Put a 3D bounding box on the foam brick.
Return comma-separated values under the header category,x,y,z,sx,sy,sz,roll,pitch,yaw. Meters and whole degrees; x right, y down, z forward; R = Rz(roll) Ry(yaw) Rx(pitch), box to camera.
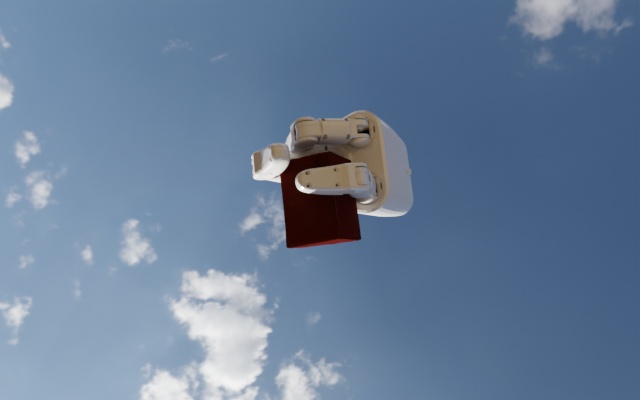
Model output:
category,x,y,z,sx,sy,sz,roll,pitch,yaw
foam brick,0.000,0.002,0.427,0.053,0.078,0.051,-10,-10,24
